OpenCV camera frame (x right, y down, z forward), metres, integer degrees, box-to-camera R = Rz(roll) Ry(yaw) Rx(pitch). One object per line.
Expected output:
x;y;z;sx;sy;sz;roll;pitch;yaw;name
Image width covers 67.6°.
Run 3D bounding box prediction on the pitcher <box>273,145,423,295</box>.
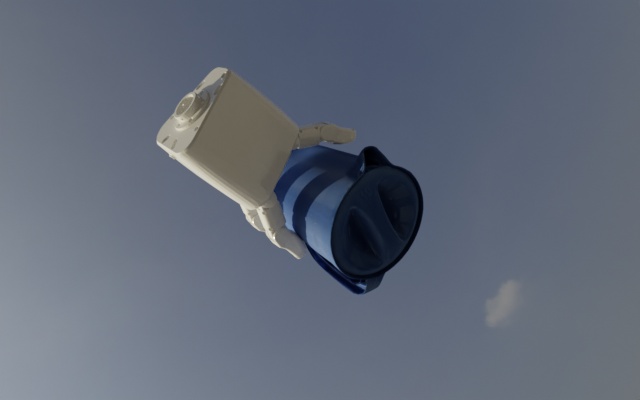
0.000;0.002;0.610;0.145;0.149;0.242;36;-5;-39;pitcher
